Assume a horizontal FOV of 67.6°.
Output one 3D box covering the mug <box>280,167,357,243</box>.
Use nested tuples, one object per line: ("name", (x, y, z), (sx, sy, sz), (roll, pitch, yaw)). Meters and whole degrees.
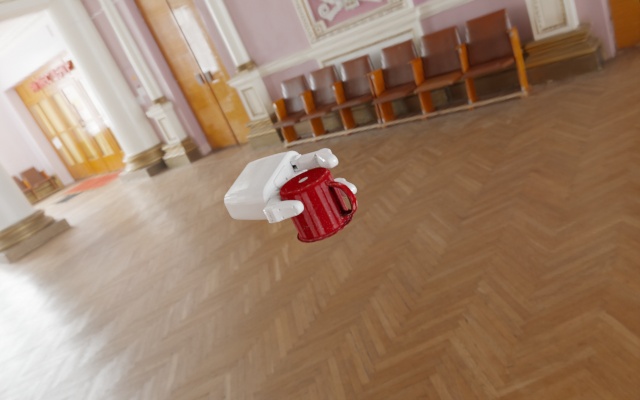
("mug", (0.001, 0.002, 0.700), (0.117, 0.081, 0.093), (-8, 26, 40))
